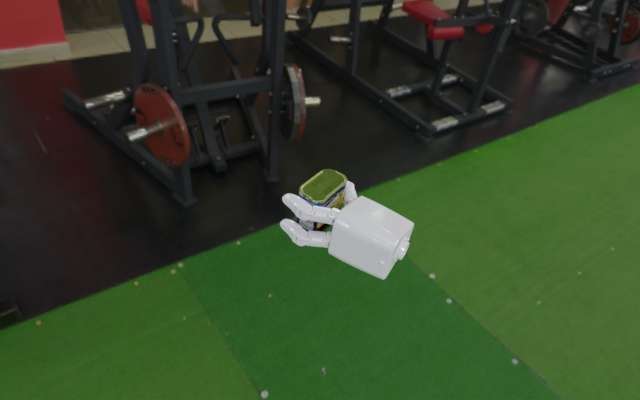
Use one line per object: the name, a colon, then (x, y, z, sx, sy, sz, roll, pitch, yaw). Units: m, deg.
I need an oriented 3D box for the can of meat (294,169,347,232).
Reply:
can of meat: (0.000, 0.002, 0.841, 0.057, 0.084, 0.102, 29, 43, 21)
